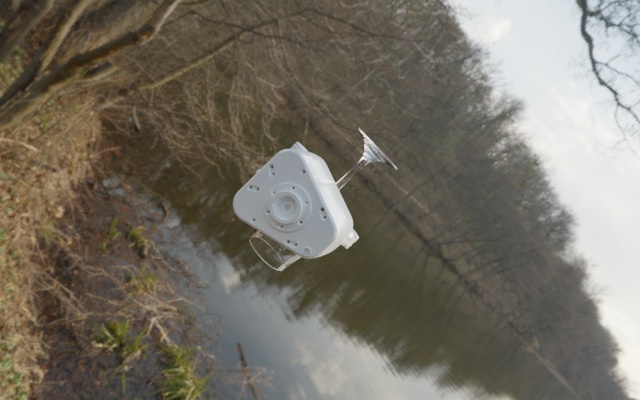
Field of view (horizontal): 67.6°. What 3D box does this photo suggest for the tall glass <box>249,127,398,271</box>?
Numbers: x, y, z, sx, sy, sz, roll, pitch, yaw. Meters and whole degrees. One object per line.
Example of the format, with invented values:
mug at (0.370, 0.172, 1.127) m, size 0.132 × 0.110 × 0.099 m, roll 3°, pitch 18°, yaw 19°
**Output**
tall glass at (0.001, 0.002, 0.614) m, size 0.201 × 0.079 × 0.079 m, roll -43°, pitch -8°, yaw 8°
